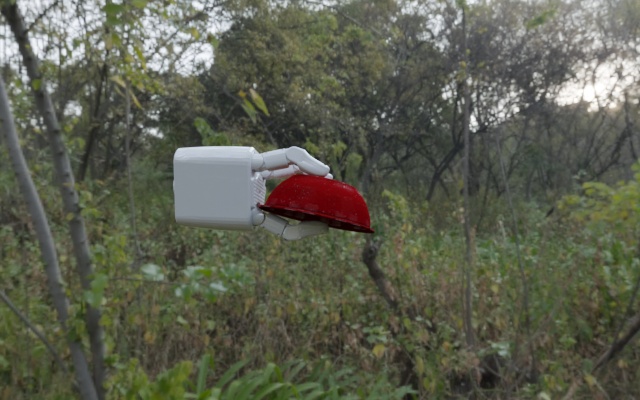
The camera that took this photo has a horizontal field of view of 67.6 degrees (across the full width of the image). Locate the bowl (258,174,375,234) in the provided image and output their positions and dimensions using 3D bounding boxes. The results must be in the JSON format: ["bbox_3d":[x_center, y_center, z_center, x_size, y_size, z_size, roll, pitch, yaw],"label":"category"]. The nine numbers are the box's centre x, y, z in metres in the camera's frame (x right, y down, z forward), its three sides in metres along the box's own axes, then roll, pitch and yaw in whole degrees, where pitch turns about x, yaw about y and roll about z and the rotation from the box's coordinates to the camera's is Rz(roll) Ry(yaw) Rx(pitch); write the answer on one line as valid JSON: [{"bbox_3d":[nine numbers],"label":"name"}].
[{"bbox_3d":[0.001,0.002,0.652,0.162,0.055,0.162,13,-7,1],"label":"bowl"}]
